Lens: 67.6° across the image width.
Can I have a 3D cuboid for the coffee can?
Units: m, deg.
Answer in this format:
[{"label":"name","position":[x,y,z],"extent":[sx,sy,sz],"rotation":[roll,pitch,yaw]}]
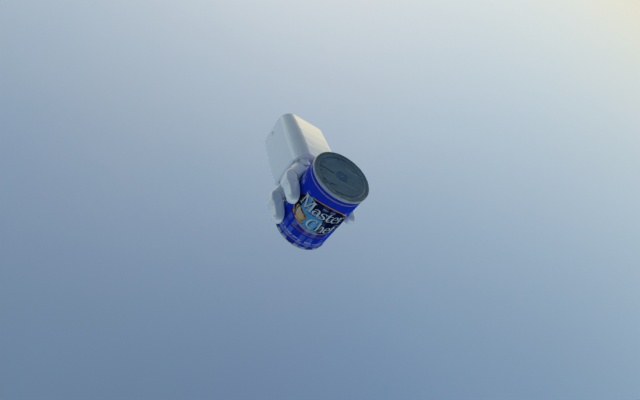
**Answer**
[{"label":"coffee can","position":[0.000,0.003,0.798],"extent":[0.103,0.102,0.140],"rotation":[0,-37,-39]}]
